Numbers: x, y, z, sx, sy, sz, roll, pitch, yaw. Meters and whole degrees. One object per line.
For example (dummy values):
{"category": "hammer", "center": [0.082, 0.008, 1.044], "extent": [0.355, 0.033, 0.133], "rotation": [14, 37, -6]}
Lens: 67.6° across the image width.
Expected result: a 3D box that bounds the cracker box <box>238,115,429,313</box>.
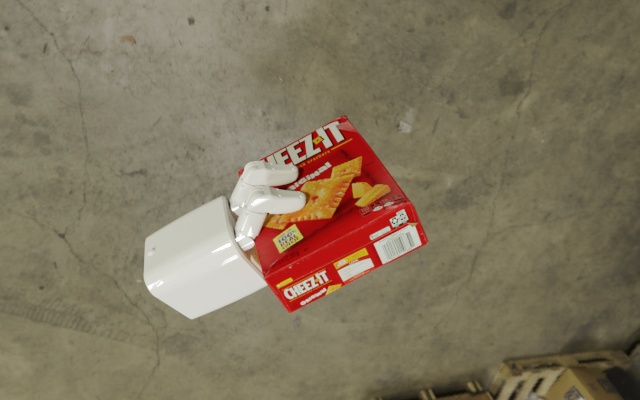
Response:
{"category": "cracker box", "center": [0.000, 0.002, 0.554], "extent": [0.164, 0.072, 0.213], "rotation": [-27, 37, 1]}
